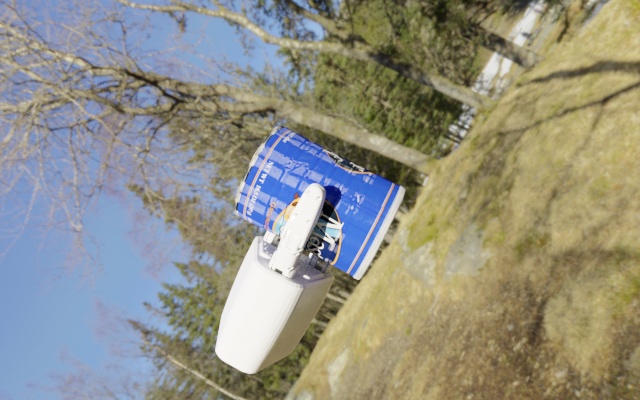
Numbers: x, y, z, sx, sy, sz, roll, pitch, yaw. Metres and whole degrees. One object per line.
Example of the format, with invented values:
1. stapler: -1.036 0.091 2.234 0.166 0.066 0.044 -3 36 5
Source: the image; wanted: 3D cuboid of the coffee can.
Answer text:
1. coffee can: 0.000 0.001 0.480 0.140 0.103 0.103 27 3 5
